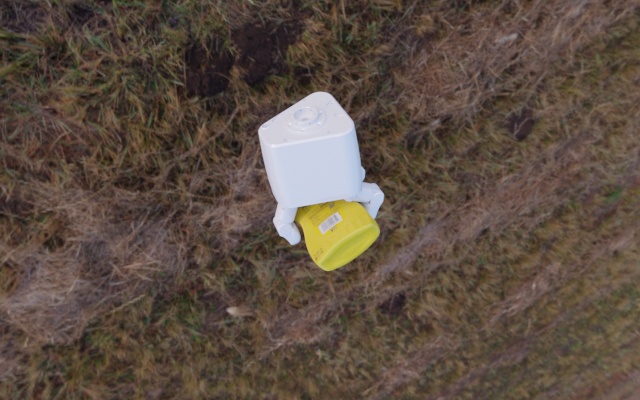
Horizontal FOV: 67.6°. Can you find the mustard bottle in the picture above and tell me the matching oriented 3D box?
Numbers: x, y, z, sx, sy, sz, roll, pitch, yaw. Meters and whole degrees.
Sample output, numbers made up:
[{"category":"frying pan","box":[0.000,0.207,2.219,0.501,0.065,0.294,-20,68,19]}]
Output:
[{"category":"mustard bottle","box":[0.000,0.003,0.686,0.096,0.191,0.058,-38,-40,7]}]
